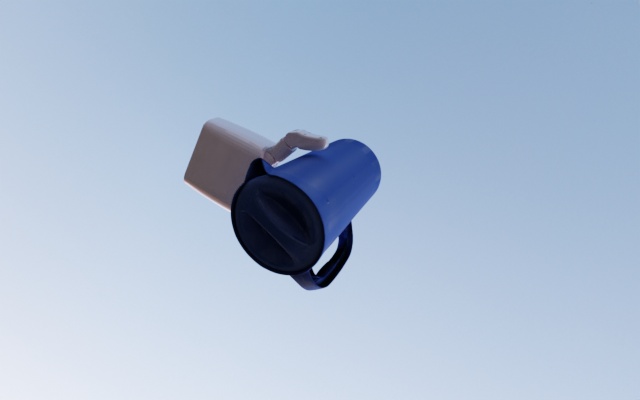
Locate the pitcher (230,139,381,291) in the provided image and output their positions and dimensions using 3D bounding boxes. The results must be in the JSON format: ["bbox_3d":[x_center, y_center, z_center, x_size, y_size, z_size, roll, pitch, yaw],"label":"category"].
[{"bbox_3d":[0.000,0.002,0.671,0.145,0.149,0.242,28,31,16],"label":"pitcher"}]
